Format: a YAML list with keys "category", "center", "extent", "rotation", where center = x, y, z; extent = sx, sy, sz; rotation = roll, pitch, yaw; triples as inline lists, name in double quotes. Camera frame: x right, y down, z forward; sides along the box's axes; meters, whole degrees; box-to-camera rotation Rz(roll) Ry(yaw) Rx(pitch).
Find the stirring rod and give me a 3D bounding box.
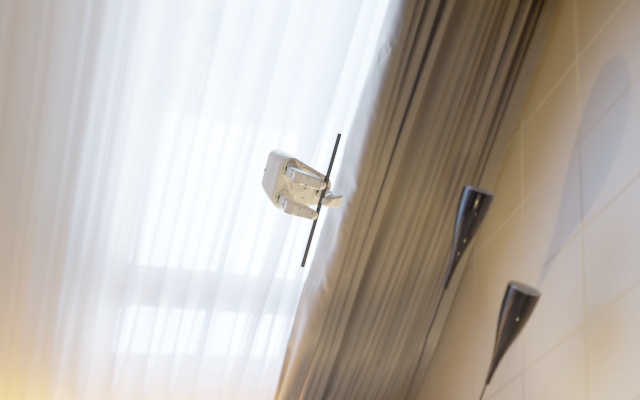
- category: "stirring rod"
  center: [0.000, 0.003, 0.812]
  extent: [0.011, 0.239, 0.011]
  rotation: [15, 12, -3]
